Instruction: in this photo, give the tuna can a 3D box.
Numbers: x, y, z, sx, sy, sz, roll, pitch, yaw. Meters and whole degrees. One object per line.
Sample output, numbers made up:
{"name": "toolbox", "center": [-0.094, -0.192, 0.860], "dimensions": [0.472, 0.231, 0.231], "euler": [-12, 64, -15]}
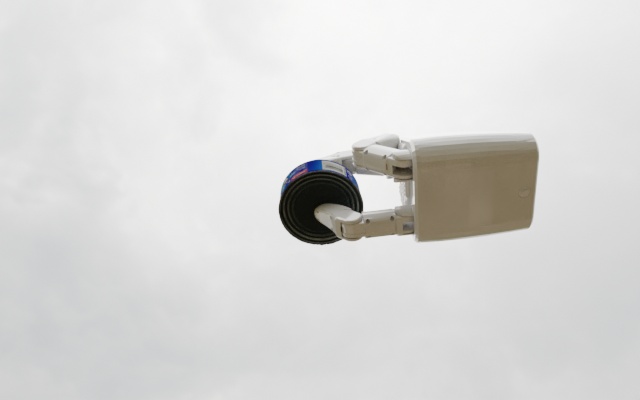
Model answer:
{"name": "tuna can", "center": [0.000, 0.001, 0.493], "dimensions": [0.086, 0.086, 0.033], "euler": [0, 29, -3]}
